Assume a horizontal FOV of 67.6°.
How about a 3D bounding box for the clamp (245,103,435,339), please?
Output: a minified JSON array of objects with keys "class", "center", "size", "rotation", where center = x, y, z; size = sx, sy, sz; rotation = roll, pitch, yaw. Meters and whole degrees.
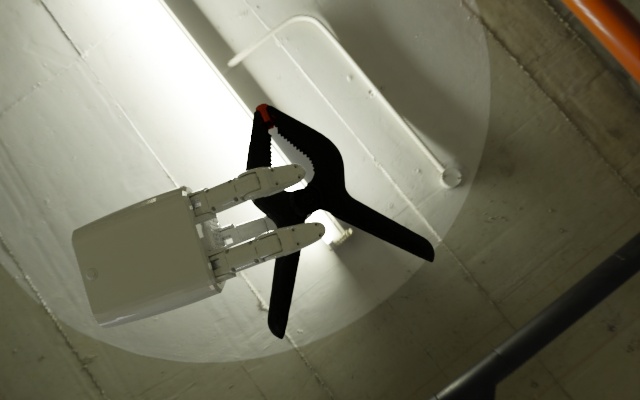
[{"class":"clamp","center":[0.000,0.001,0.446],"size":[0.164,0.210,0.036],"rotation":[-20,-9,-3]}]
